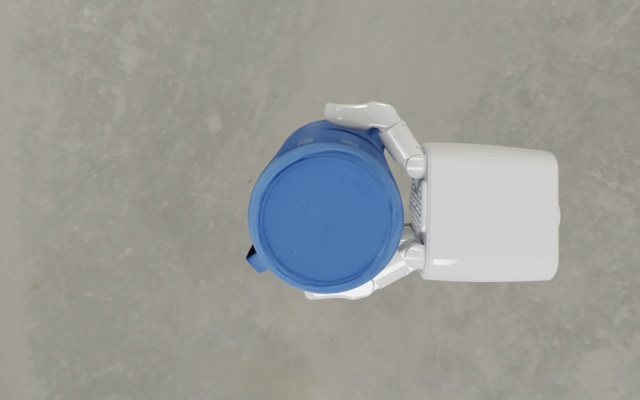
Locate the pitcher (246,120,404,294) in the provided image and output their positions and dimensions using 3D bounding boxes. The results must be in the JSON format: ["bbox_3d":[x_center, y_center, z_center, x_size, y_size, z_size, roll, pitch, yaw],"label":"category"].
[{"bbox_3d":[0.000,0.001,0.437,0.145,0.149,0.243,3,10,2],"label":"pitcher"}]
